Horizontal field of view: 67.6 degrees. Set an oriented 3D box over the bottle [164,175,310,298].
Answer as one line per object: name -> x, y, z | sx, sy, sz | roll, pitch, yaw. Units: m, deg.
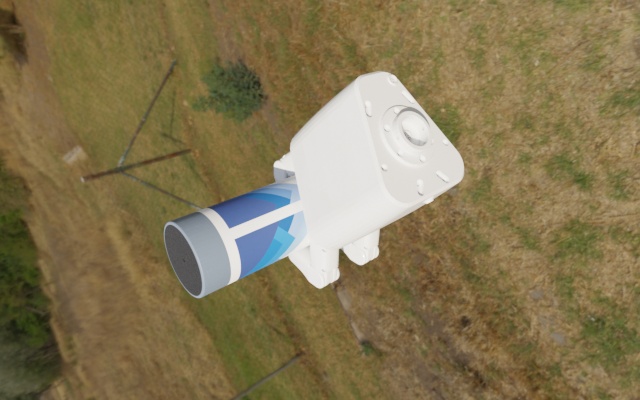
bottle -> 0.000, 0.002, 0.468 | 0.295, 0.069, 0.069 | -23, 14, -35
